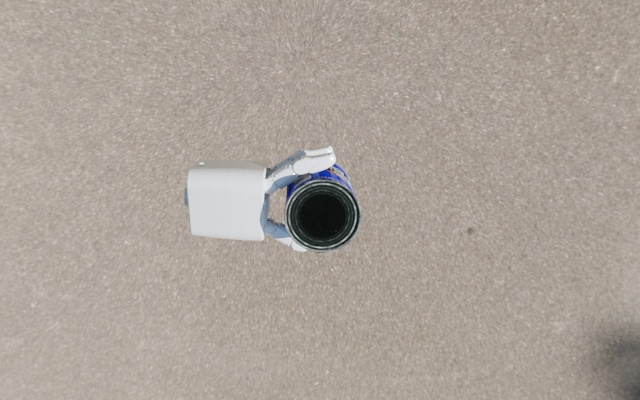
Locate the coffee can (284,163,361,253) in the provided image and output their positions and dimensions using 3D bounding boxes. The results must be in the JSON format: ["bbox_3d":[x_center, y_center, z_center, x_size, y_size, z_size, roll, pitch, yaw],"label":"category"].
[{"bbox_3d":[0.000,0.002,0.695,0.103,0.103,0.140,0,16,-2],"label":"coffee can"}]
